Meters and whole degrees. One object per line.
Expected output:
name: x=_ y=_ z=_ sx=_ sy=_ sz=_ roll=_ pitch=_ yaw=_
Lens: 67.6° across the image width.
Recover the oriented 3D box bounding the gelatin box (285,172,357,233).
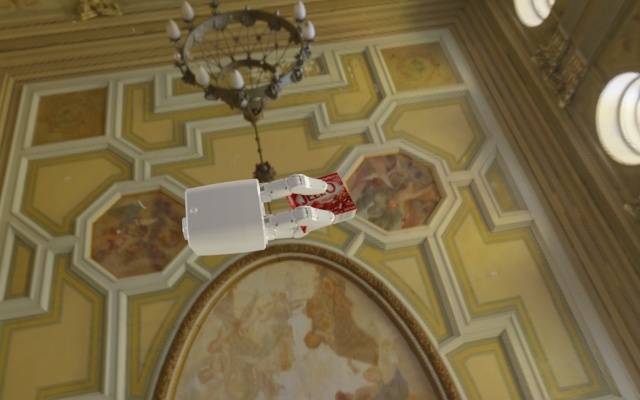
gelatin box: x=0.000 y=0.003 z=0.730 sx=0.089 sy=0.073 sz=0.030 roll=-17 pitch=-29 yaw=-19
